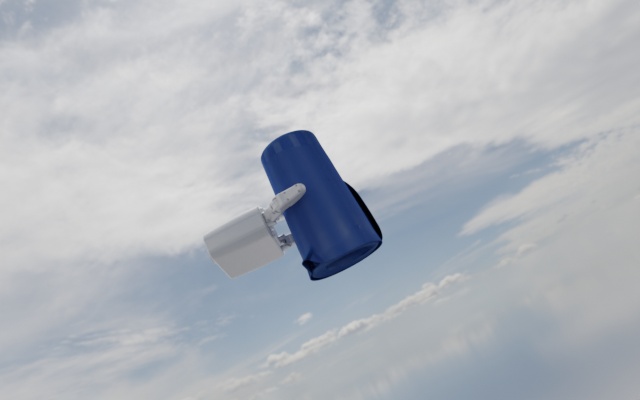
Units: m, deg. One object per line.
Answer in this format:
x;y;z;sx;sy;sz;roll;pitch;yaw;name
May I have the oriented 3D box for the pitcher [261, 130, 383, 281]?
0.000;0.003;0.821;0.145;0.242;0.149;-28;-18;1;pitcher
